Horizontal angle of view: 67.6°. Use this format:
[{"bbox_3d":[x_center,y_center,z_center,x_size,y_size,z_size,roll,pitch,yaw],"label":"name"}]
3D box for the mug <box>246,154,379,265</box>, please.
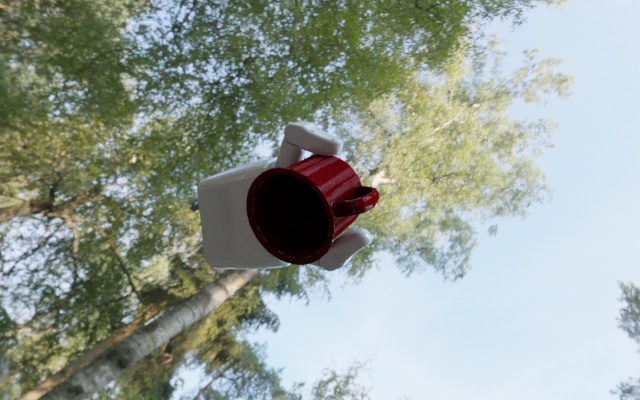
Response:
[{"bbox_3d":[0.001,0.001,0.452,0.117,0.093,0.081,-8,15,32],"label":"mug"}]
